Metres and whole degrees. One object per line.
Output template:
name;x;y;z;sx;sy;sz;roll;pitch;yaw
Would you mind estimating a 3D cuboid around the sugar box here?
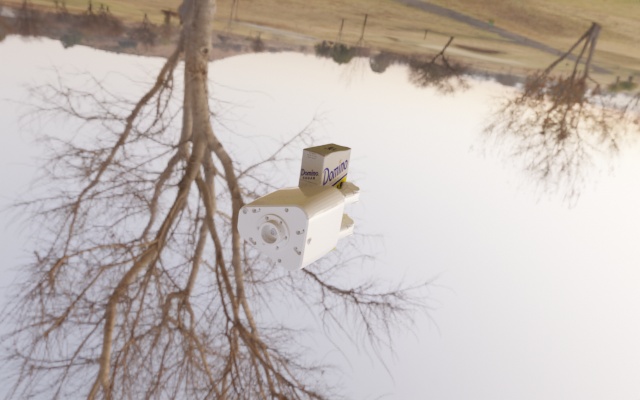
sugar box;0.001;0.003;0.753;0.048;0.176;0.093;20;21;25
